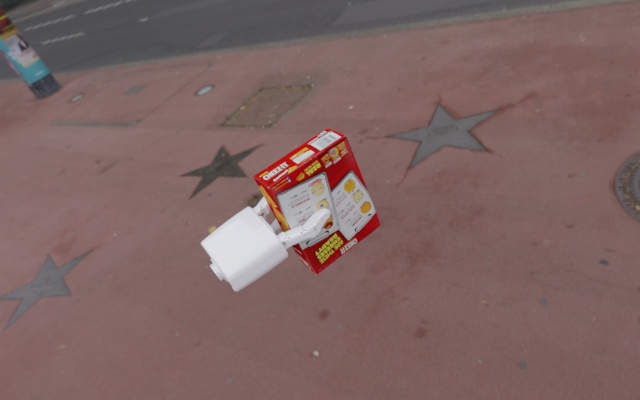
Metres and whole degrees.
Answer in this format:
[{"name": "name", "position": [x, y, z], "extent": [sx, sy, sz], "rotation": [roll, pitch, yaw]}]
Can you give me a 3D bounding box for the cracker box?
[{"name": "cracker box", "position": [0.000, 0.003, 0.861], "extent": [0.164, 0.214, 0.072], "rotation": [-36, 36, -14]}]
